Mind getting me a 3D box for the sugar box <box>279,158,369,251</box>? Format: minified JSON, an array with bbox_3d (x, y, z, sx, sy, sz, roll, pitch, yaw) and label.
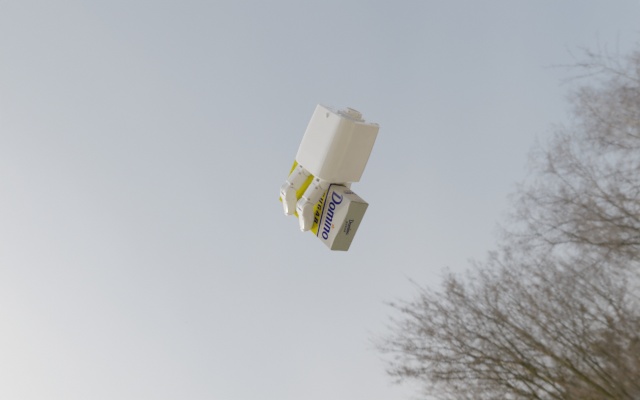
[{"bbox_3d":[0.000,0.002,0.824,0.048,0.093,0.176,9,22,-38],"label":"sugar box"}]
